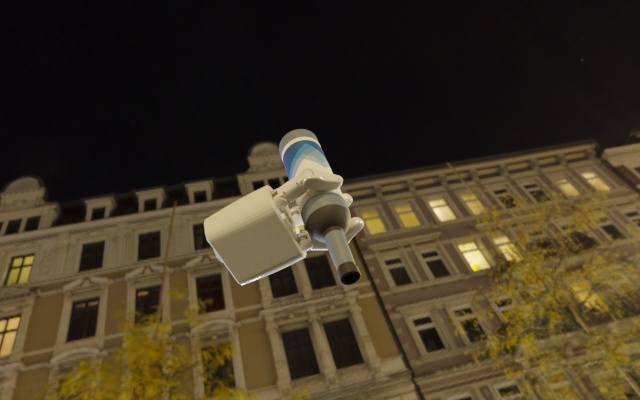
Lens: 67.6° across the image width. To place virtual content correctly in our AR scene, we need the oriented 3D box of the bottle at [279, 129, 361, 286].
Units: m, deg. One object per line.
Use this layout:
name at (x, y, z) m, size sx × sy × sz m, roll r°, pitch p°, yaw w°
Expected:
bottle at (0.000, 0.002, 0.692) m, size 0.069 × 0.069 × 0.295 m, roll 0°, pitch 40°, yaw -19°
